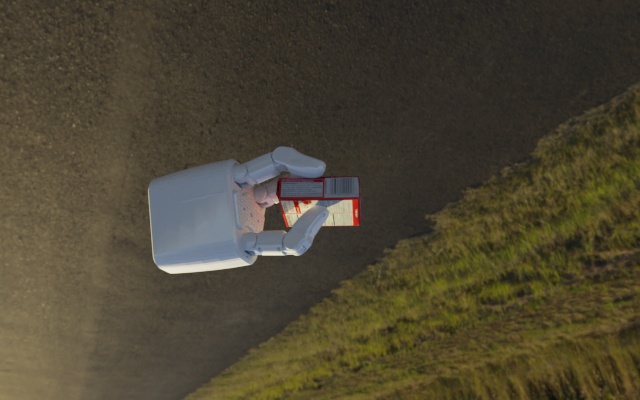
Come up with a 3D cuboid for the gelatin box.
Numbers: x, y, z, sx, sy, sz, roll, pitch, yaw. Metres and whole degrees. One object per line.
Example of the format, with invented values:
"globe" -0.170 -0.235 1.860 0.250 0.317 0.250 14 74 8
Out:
"gelatin box" 0.000 0.002 0.533 0.089 0.030 0.073 -1 -26 5
